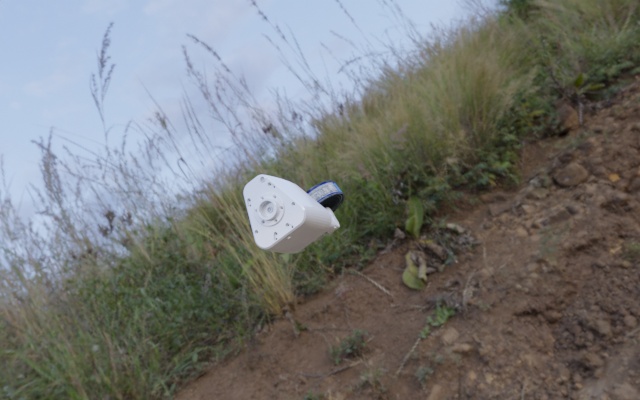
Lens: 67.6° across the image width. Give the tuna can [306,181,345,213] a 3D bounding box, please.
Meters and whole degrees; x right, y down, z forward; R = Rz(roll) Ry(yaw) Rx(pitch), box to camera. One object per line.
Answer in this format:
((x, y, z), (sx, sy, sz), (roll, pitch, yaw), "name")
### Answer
((0.000, 0.002, 0.873), (0.086, 0.033, 0.086), (-30, -21, -13), "tuna can")
